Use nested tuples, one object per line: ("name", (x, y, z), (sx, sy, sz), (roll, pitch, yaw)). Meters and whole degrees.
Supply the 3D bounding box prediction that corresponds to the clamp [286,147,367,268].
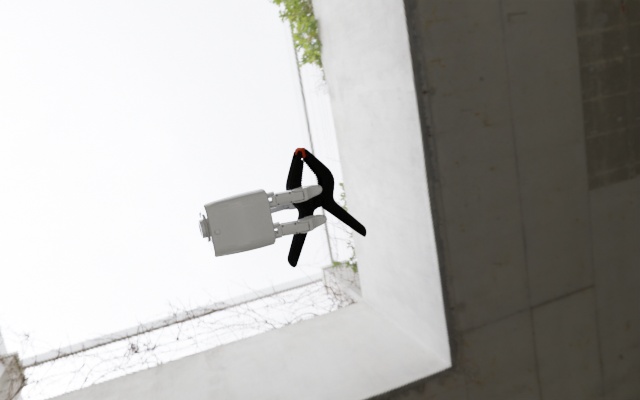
("clamp", (-0.001, 0.002, 0.874), (0.164, 0.210, 0.036), (-14, 12, -23))
